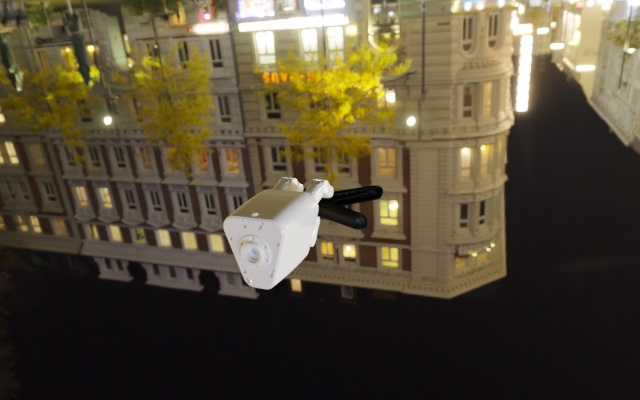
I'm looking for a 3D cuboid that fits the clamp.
[{"bbox_3d":[0.000,0.003,0.804,0.210,0.036,0.164,4,19,23],"label":"clamp"}]
